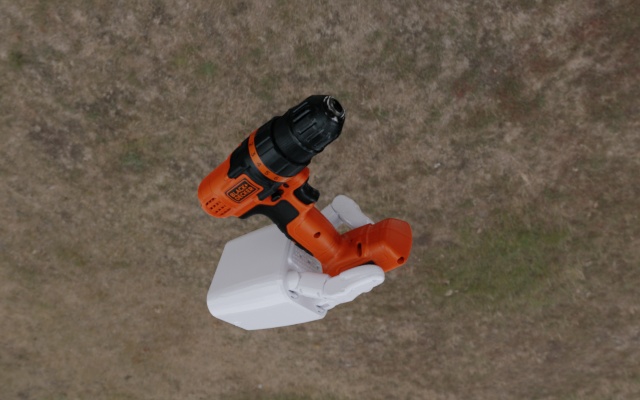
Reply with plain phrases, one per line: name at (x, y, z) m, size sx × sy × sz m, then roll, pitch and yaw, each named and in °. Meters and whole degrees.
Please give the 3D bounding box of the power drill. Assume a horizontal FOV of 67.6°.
power drill at (0.000, 0.002, 0.453) m, size 0.188 × 0.057 × 0.184 m, roll 39°, pitch -45°, yaw -23°
